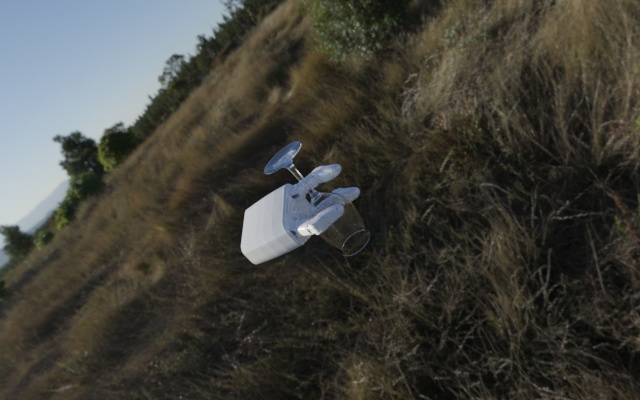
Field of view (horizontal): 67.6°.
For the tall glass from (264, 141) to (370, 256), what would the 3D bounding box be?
[{"bbox_3d":[0.000,0.002,0.780,0.079,0.201,0.079,-34,23,17],"label":"tall glass"}]
